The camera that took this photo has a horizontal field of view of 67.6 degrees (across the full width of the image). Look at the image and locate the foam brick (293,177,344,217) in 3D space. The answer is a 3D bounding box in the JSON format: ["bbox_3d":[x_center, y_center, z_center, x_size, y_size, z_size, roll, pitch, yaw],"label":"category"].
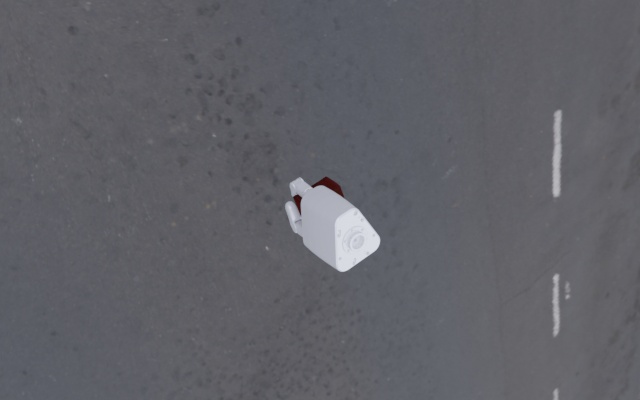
[{"bbox_3d":[0.000,0.003,0.873,0.078,0.053,0.051,-33,35,-18],"label":"foam brick"}]
